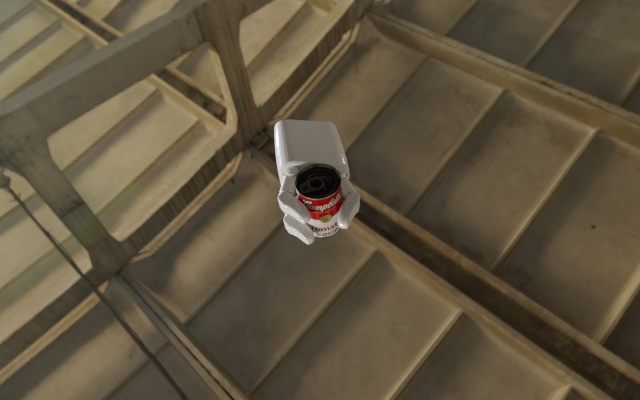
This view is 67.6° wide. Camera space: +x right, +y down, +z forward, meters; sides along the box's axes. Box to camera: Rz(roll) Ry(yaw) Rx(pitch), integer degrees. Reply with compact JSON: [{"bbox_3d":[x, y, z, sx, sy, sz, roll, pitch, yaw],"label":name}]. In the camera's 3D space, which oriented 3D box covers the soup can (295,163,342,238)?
[{"bbox_3d":[0.000,0.003,0.727,0.068,0.068,0.102,0,-38,6],"label":"soup can"}]
